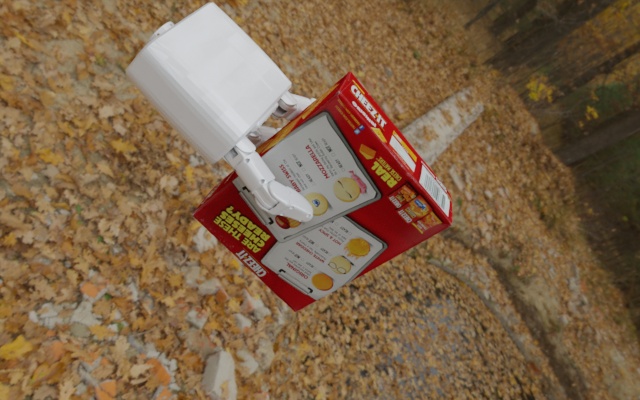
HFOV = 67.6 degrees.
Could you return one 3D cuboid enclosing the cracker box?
[{"bbox_3d":[0.000,0.002,0.493,0.214,0.164,0.072,-35,17,30],"label":"cracker box"}]
